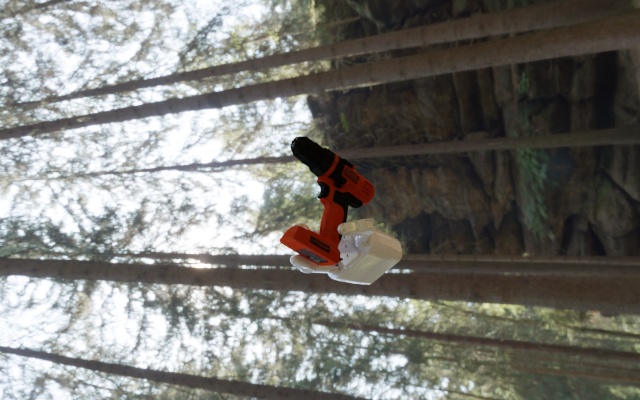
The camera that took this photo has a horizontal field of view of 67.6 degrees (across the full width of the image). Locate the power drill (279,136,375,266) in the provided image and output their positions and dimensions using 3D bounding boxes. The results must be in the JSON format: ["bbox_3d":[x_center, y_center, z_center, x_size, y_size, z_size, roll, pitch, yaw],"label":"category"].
[{"bbox_3d":[0.000,0.003,0.817,0.184,0.187,0.057,34,-26,-23],"label":"power drill"}]
